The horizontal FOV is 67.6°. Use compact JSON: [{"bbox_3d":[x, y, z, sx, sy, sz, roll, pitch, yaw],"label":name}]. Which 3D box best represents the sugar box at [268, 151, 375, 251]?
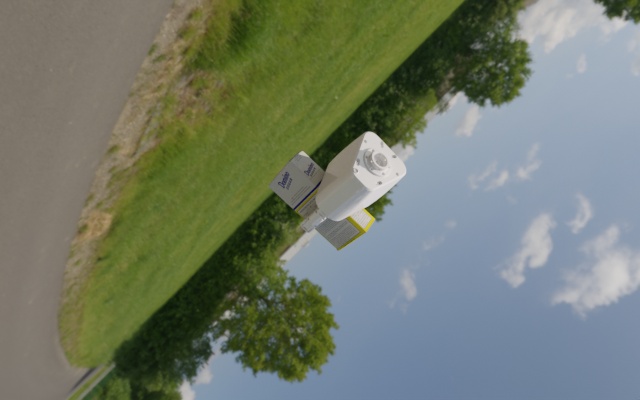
[{"bbox_3d":[0.001,0.002,0.835,0.048,0.176,0.093,-47,4,-41],"label":"sugar box"}]
